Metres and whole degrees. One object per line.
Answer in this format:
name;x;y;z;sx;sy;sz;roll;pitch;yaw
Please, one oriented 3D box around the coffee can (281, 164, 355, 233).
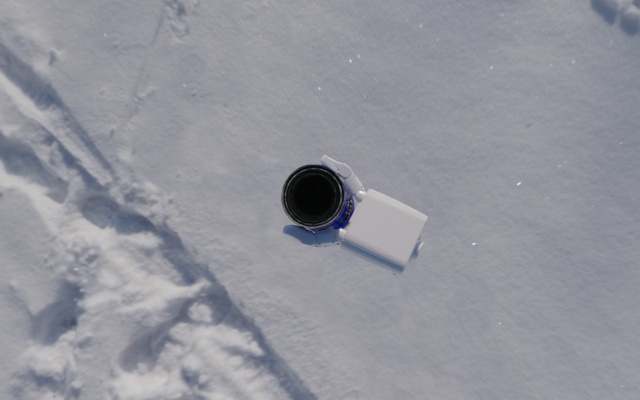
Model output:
coffee can;0.000;0.003;0.808;0.103;0.103;0.140;0;-8;10
